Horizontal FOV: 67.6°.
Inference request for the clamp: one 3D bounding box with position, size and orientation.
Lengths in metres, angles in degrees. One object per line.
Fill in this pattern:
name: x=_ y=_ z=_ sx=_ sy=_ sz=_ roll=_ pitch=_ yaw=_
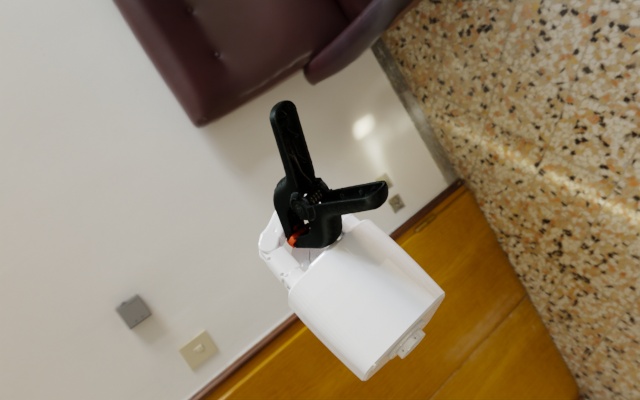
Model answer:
clamp: x=0.000 y=0.002 z=0.435 sx=0.039 sy=0.120 sz=0.172 roll=-35 pitch=-26 yaw=-25
